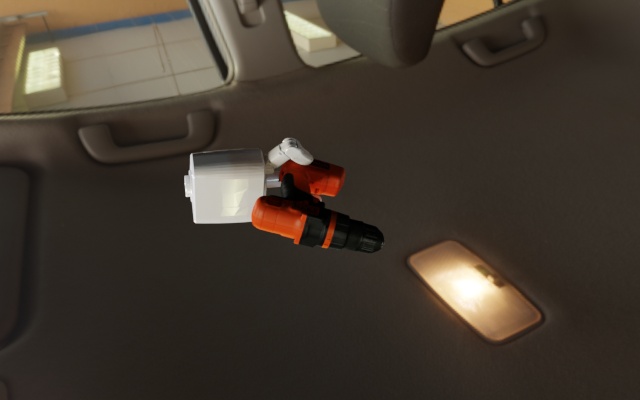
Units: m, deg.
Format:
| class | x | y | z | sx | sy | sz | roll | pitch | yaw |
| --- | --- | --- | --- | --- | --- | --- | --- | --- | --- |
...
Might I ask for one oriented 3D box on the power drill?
| class | x | y | z | sx | sy | sz | roll | pitch | yaw |
| --- | --- | --- | --- | --- | --- | --- | --- | --- | --- |
| power drill | 0.000 | 0.002 | 0.707 | 0.184 | 0.057 | 0.187 | 16 | 26 | -7 |
